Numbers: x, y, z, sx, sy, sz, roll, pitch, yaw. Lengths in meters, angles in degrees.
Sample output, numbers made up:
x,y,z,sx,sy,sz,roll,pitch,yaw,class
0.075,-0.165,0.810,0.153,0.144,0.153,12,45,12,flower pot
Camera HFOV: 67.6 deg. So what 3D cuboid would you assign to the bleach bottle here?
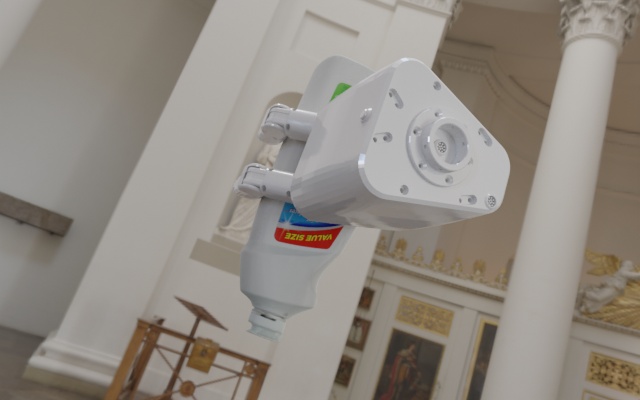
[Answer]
x,y,z,sx,sy,sz,roll,pitch,yaw,class
0.000,0.001,0.427,0.102,0.250,0.068,25,-16,-19,bleach bottle
